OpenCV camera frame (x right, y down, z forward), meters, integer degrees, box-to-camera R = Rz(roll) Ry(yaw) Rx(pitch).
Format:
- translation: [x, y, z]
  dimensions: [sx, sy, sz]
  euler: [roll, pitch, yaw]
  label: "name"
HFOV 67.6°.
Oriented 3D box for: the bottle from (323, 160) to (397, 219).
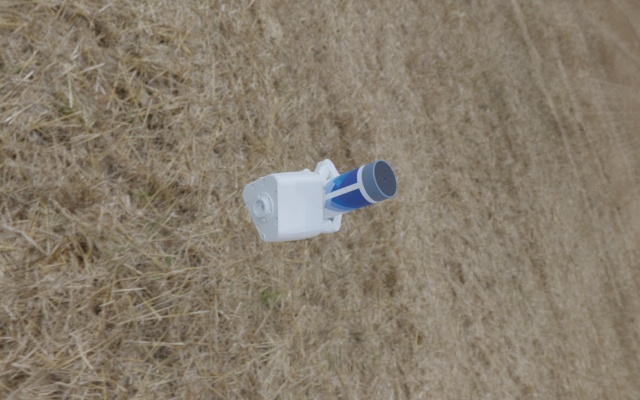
- translation: [0.000, 0.003, 0.880]
  dimensions: [0.296, 0.069, 0.069]
  euler: [-20, -13, 39]
  label: "bottle"
